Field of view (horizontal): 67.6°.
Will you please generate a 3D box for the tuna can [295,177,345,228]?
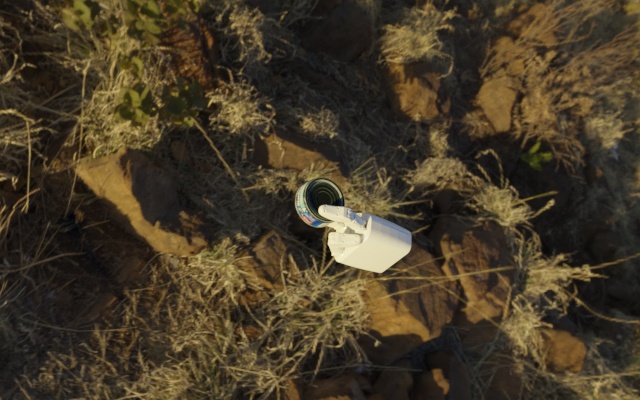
[{"bbox_3d":[0.000,0.003,0.848,0.086,0.086,0.034,0,-17,-31],"label":"tuna can"}]
